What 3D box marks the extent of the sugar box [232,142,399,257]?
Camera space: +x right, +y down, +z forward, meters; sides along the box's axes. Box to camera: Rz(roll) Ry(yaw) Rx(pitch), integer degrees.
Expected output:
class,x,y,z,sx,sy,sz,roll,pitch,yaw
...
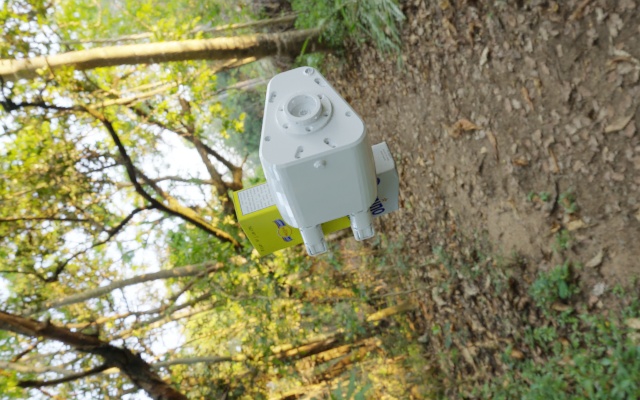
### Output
class,x,y,z,sx,sy,sz,roll,pitch,yaw
sugar box,0.000,0.002,0.538,0.176,0.048,0.093,-17,-31,0
